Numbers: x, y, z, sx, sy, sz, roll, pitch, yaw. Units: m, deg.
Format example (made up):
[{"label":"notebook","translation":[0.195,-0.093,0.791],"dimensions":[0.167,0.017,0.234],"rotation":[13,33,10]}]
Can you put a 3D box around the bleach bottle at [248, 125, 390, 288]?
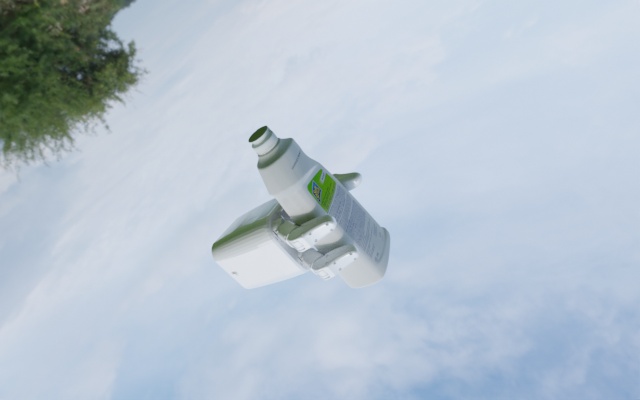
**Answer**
[{"label":"bleach bottle","translation":[0.000,0.002,0.612],"dimensions":[0.068,0.251,0.102],"rotation":[-22,34,29]}]
